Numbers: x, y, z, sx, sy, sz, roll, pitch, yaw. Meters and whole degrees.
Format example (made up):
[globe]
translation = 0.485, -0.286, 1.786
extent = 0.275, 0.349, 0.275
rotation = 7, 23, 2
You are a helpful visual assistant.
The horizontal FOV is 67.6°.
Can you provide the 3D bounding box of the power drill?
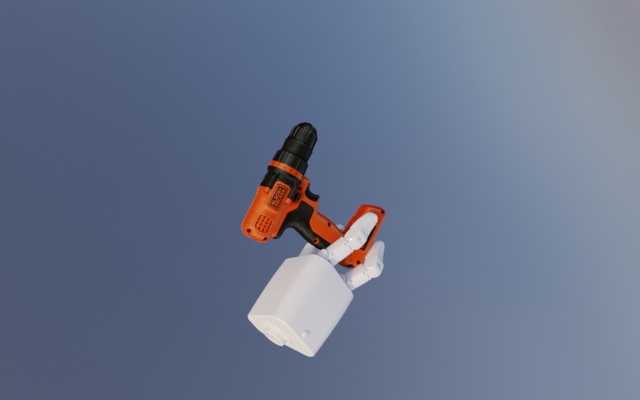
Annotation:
[power drill]
translation = 0.000, 0.003, 0.701
extent = 0.188, 0.184, 0.057
rotation = 29, -7, -17
